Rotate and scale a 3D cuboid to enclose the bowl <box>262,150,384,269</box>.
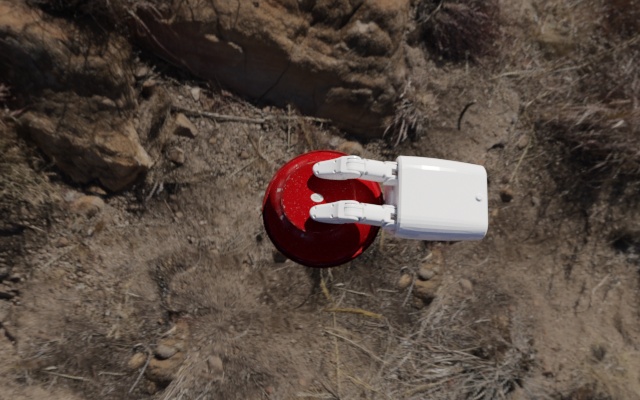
[{"bbox_3d":[-0.001,0.002,0.604,0.162,0.162,0.055,0,-16,6],"label":"bowl"}]
